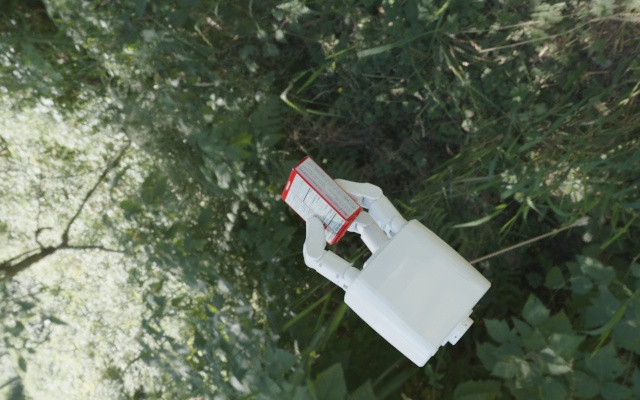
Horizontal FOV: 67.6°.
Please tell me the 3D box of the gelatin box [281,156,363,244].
[{"bbox_3d":[0.000,0.002,0.555,0.030,0.089,0.073,-42,-9,-28],"label":"gelatin box"}]
